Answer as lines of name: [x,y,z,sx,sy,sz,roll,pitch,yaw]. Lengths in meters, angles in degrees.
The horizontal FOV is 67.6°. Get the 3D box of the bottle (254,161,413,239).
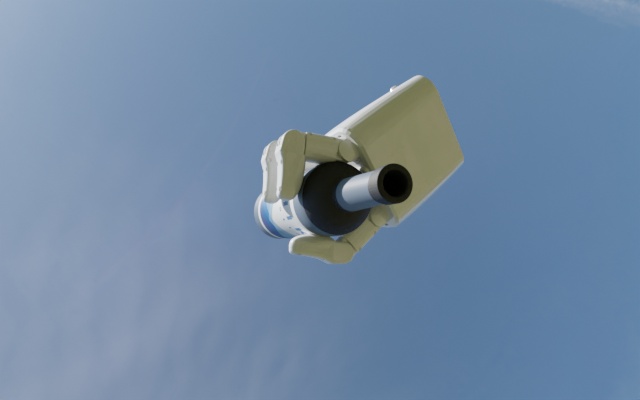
bottle: [0.000,0.002,0.457,0.069,0.069,0.296,0,-5,-20]
